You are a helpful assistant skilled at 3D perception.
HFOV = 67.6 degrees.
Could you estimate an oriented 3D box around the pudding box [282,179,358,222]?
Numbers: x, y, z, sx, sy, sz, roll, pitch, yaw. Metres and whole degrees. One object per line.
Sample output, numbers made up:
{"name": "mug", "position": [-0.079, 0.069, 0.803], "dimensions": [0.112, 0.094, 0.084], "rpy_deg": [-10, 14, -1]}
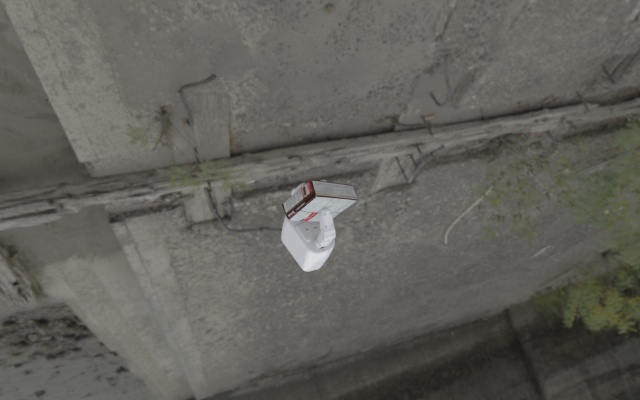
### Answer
{"name": "pudding box", "position": [0.000, 0.003, 0.888], "dimensions": [0.113, 0.039, 0.090], "rpy_deg": [4, -34, -45]}
